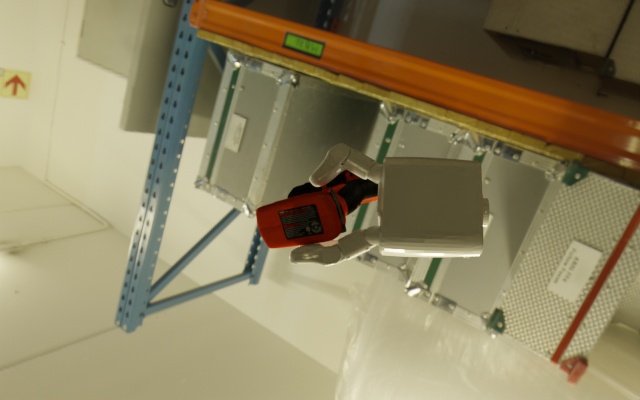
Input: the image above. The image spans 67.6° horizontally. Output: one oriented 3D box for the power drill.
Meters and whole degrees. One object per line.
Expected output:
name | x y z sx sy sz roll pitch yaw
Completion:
power drill | 0.000 0.002 0.614 0.184 0.057 0.187 -14 10 31
